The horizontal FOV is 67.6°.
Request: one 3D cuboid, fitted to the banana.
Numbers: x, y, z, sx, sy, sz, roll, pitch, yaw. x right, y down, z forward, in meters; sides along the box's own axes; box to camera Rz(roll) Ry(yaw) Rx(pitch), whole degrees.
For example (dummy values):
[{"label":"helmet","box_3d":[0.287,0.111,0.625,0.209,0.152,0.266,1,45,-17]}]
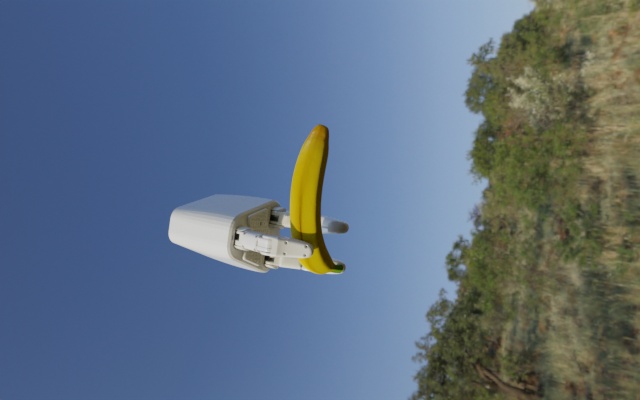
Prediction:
[{"label":"banana","box_3d":[-0.009,0.012,0.570,0.037,0.198,0.069,9,26,30]}]
